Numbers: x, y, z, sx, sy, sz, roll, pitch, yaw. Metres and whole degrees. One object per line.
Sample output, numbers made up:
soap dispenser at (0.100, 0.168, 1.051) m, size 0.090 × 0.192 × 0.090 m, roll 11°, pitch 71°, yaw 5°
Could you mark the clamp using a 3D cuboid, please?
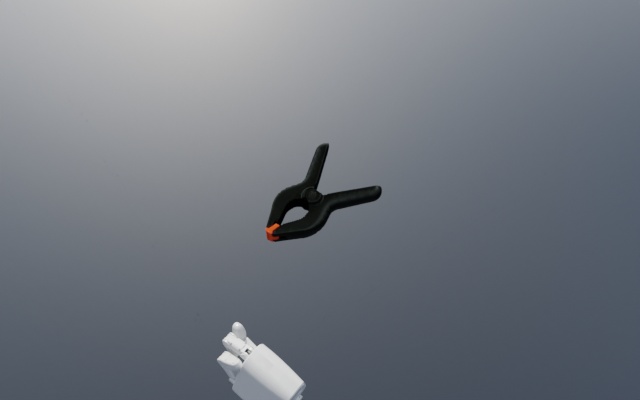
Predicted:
clamp at (0.000, 0.002, 0.663) m, size 0.120 × 0.171 × 0.039 m, roll 31°, pitch -24°, yaw 24°
